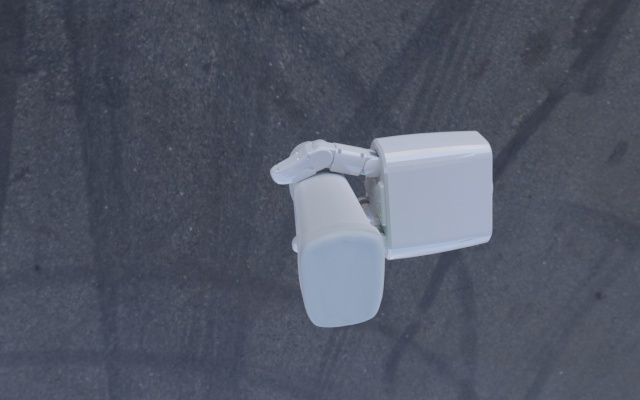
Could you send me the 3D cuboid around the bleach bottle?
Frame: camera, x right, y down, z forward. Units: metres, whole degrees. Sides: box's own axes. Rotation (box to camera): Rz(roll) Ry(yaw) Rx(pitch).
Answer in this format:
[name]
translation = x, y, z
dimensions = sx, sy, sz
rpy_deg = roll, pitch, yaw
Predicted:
[bleach bottle]
translation = 0.000, 0.002, 0.478
dimensions = 0.068, 0.103, 0.250
rpy_deg = -7, 33, -6
